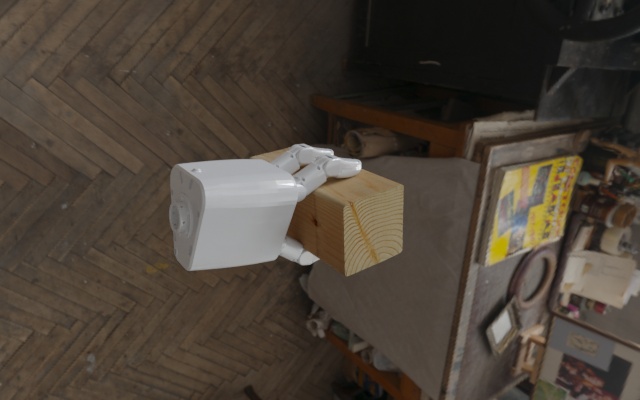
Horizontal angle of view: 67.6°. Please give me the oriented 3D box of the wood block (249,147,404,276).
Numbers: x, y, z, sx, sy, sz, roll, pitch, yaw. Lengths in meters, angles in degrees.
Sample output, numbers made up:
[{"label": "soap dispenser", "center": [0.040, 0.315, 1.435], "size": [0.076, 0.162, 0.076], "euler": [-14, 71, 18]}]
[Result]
[{"label": "wood block", "center": [0.000, 0.002, 0.606], "size": [0.090, 0.091, 0.206], "euler": [-19, 29, -31]}]
